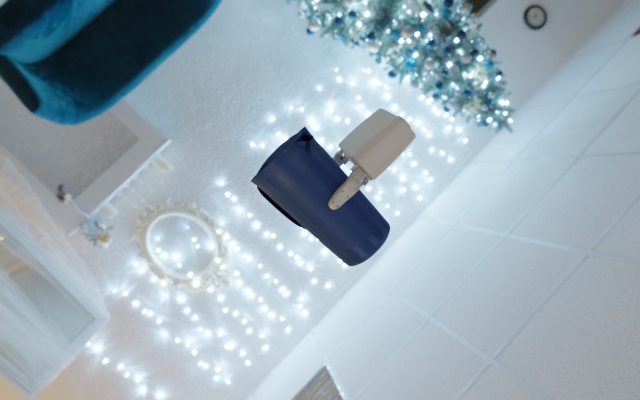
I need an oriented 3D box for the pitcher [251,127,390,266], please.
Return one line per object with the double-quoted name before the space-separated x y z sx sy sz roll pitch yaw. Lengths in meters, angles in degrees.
"pitcher" 0.000 0.003 0.847 0.145 0.243 0.149 -44 9 2
